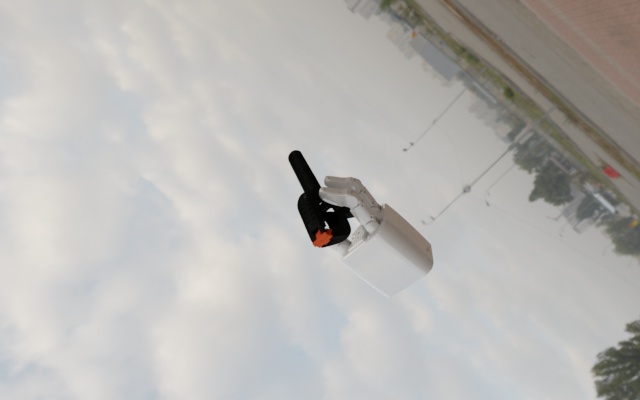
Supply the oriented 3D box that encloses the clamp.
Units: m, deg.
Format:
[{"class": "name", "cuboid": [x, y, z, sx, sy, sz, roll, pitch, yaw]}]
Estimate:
[{"class": "clamp", "cuboid": [0.000, 0.003, 0.736, 0.164, 0.036, 0.210, 41, 21, -8]}]
